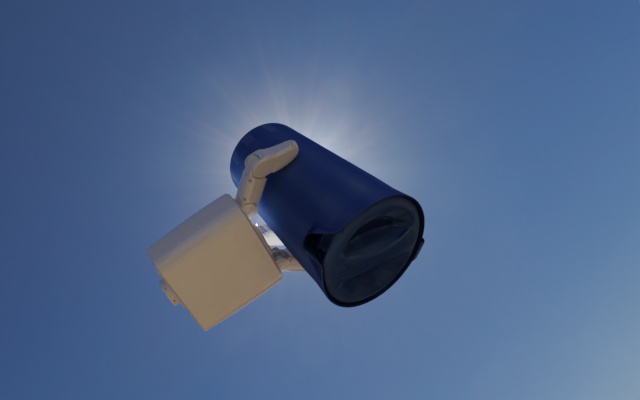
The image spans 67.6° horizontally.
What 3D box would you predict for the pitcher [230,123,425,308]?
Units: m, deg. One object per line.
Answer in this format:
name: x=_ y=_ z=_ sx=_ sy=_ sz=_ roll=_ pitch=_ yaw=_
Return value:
pitcher: x=0.000 y=0.002 z=0.563 sx=0.145 sy=0.149 sz=0.242 roll=-36 pitch=45 yaw=-15
